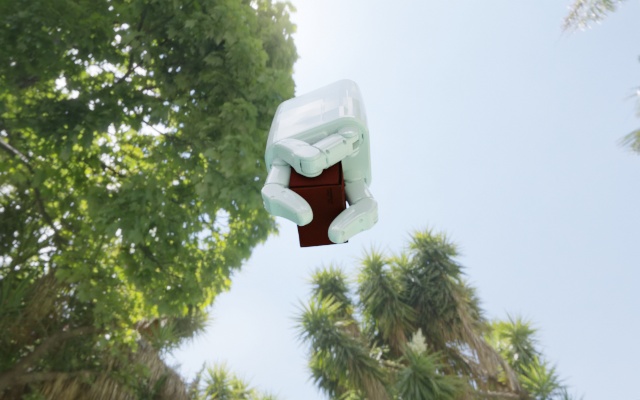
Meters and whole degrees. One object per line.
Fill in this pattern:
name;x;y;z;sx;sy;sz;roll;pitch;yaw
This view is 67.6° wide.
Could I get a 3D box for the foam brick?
foam brick;0.000;0.002;0.488;0.053;0.078;0.051;-4;37;4
